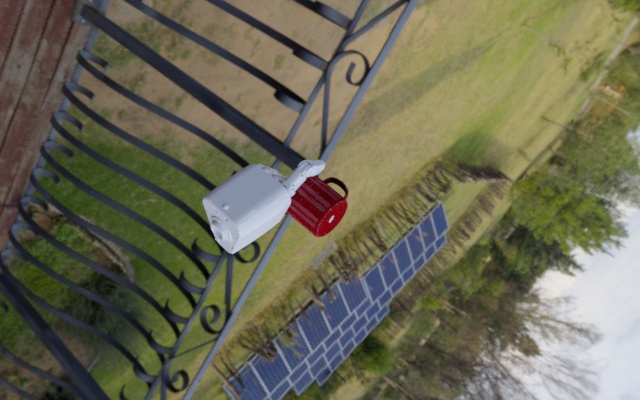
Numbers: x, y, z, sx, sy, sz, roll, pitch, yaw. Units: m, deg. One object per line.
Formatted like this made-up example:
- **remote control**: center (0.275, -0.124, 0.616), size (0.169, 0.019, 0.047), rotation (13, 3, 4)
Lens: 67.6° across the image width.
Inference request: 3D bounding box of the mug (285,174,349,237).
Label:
- **mug**: center (0.001, 0.002, 0.825), size (0.081, 0.093, 0.117), rotation (39, 57, 22)
